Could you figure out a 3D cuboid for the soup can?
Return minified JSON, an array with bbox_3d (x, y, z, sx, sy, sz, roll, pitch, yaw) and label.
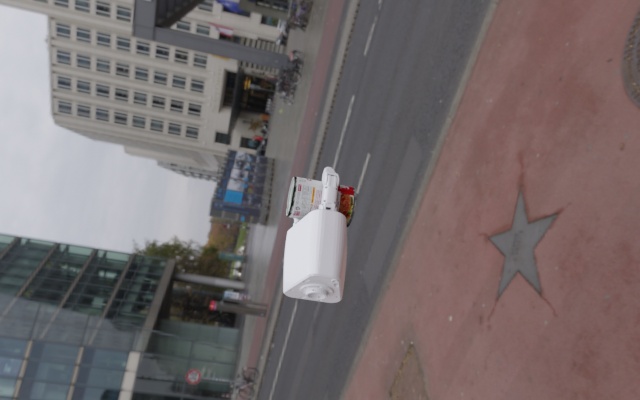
[{"bbox_3d":[0.000,0.002,0.777,0.102,0.068,0.068,10,-2,-9],"label":"soup can"}]
